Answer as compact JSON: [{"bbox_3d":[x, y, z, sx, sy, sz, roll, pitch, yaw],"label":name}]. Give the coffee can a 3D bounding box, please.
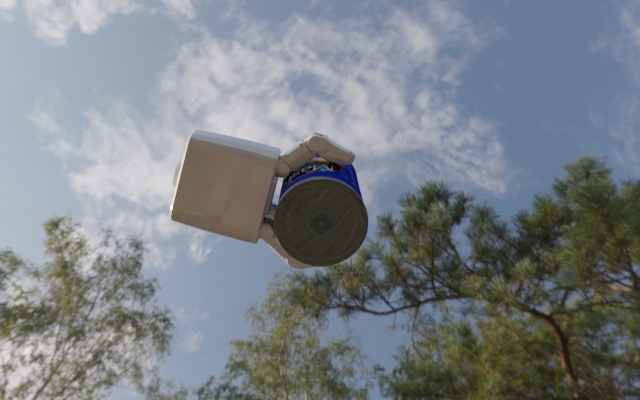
[{"bbox_3d":[0.000,0.002,0.579,0.103,0.103,0.140,0,20,0],"label":"coffee can"}]
